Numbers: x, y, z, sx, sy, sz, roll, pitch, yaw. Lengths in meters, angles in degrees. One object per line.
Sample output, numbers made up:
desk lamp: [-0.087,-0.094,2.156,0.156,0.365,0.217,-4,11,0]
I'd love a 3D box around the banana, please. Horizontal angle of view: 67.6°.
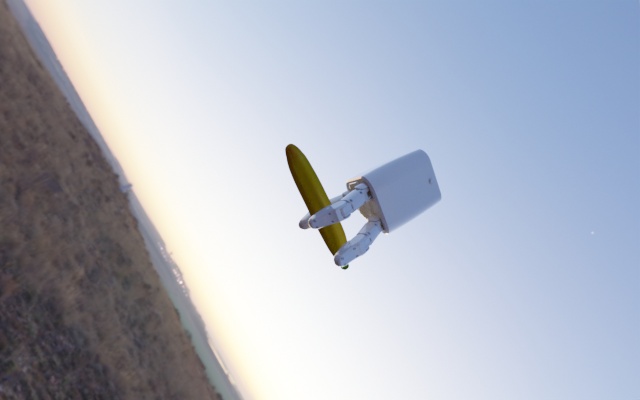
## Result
banana: [-0.001,0.007,0.713,0.037,0.198,0.069,-27,0,-9]
